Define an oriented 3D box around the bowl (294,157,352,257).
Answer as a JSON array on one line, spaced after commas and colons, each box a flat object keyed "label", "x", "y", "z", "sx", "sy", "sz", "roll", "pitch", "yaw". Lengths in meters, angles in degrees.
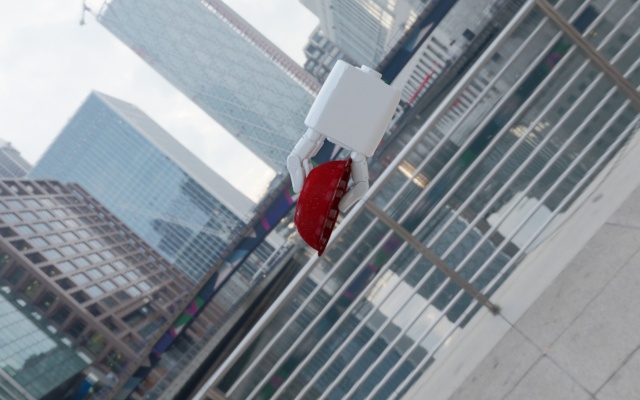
[{"label": "bowl", "x": -0.001, "y": 0.004, "z": 0.738, "sx": 0.055, "sy": 0.162, "sz": 0.162, "roll": 18, "pitch": 2, "yaw": 7}]
